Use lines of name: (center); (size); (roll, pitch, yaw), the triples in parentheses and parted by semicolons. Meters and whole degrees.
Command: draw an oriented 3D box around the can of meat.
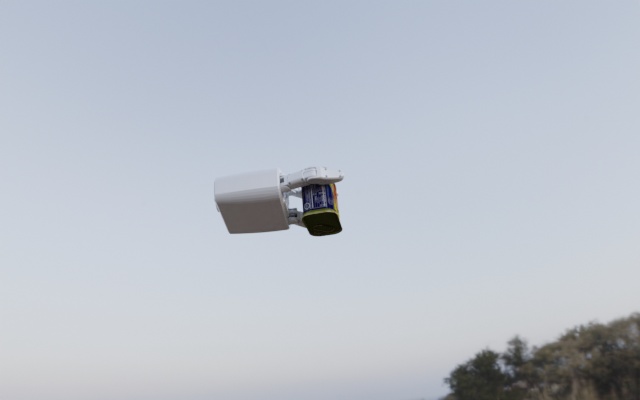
can of meat: (0.000, 0.002, 0.791); (0.057, 0.084, 0.102); (-9, -25, 6)
